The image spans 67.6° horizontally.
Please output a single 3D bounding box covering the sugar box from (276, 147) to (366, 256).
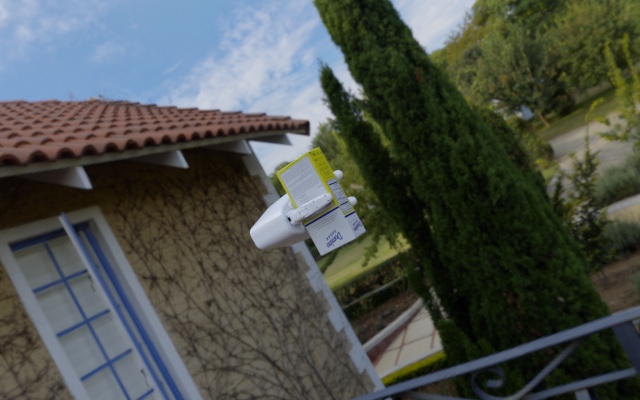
[{"bbox_3d":[0.000,0.003,0.869,0.093,0.176,0.048,-30,-1,38],"label":"sugar box"}]
